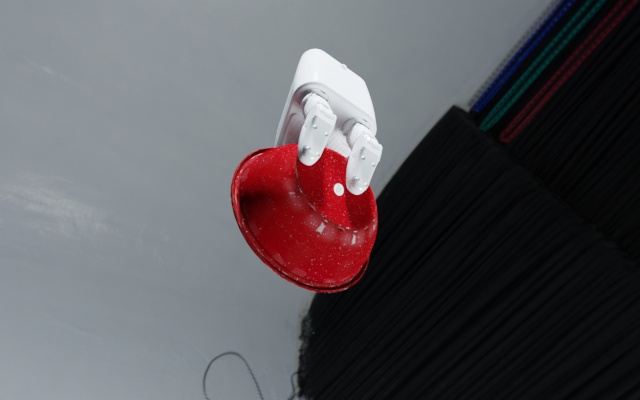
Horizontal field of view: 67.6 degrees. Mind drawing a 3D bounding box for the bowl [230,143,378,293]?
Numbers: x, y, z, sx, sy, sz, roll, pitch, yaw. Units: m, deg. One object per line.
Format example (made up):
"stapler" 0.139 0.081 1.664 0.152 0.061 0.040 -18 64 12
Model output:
"bowl" 0.000 0.002 0.448 0.162 0.162 0.055 0 -31 -42
